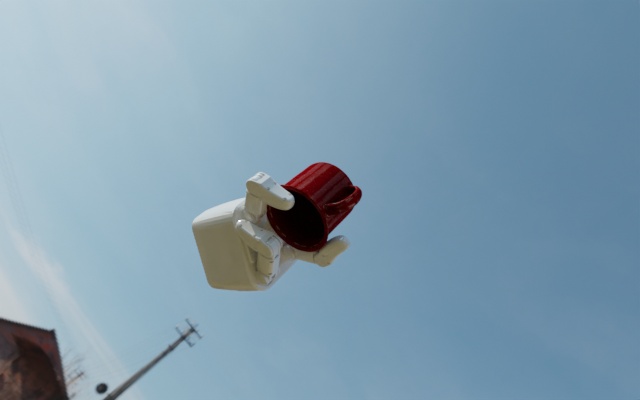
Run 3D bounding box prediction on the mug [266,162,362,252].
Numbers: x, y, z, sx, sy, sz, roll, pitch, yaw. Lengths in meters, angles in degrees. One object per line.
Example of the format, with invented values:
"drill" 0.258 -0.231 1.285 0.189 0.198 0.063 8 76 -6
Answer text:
"mug" 0.001 0.002 0.588 0.117 0.093 0.081 -12 21 43
